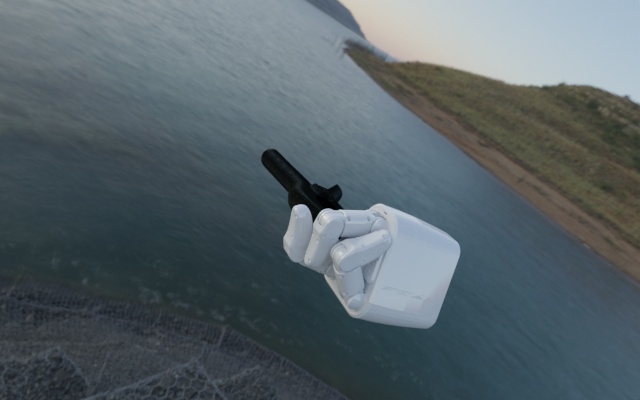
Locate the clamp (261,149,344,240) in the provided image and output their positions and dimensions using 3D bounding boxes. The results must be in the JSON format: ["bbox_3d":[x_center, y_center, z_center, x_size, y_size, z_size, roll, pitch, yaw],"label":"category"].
[{"bbox_3d":[0.000,0.001,0.560,0.120,0.039,0.171,19,24,-32],"label":"clamp"}]
